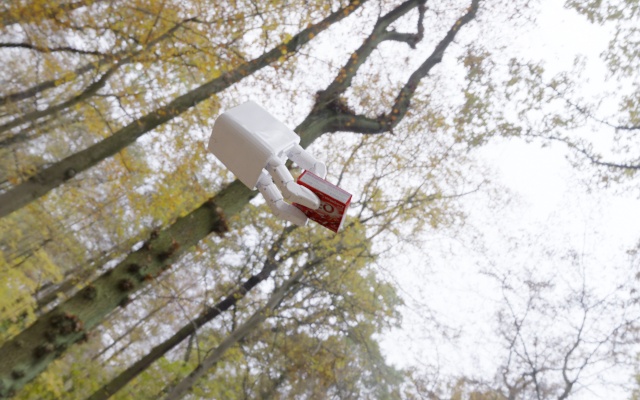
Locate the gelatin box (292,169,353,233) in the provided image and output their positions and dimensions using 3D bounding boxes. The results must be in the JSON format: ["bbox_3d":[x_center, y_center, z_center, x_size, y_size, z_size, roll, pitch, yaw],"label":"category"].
[{"bbox_3d":[0.001,0.002,0.754,0.089,0.073,0.030,28,49,10],"label":"gelatin box"}]
